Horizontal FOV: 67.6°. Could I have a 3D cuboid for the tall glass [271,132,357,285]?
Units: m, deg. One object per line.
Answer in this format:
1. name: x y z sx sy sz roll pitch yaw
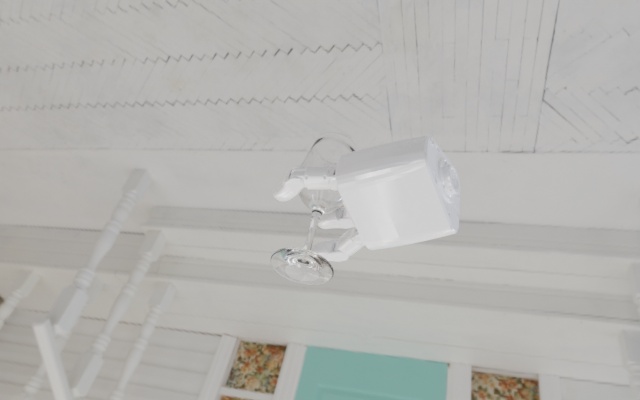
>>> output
1. tall glass: 0.000 0.002 0.606 0.079 0.201 0.079 9 -39 8
